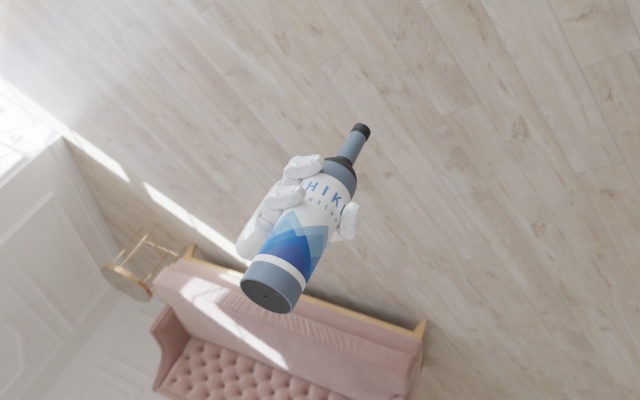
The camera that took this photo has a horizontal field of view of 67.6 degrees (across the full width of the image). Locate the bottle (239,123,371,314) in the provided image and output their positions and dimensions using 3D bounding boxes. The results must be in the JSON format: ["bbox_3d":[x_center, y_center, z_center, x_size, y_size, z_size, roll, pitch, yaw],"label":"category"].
[{"bbox_3d":[0.000,0.002,0.607,0.069,0.295,0.069,19,-37,15],"label":"bottle"}]
